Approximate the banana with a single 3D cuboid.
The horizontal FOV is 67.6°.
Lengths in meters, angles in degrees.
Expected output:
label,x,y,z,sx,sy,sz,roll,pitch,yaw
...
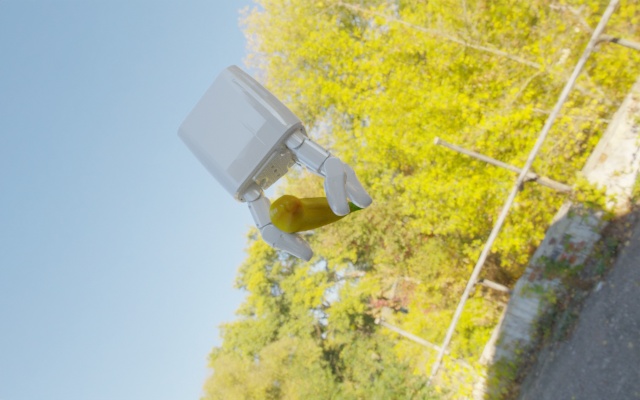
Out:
label,x,y,z,sx,sy,sz,roll,pitch,yaw
banana,-0.013,0.010,0.526,0.069,0.037,0.198,-30,-10,23
